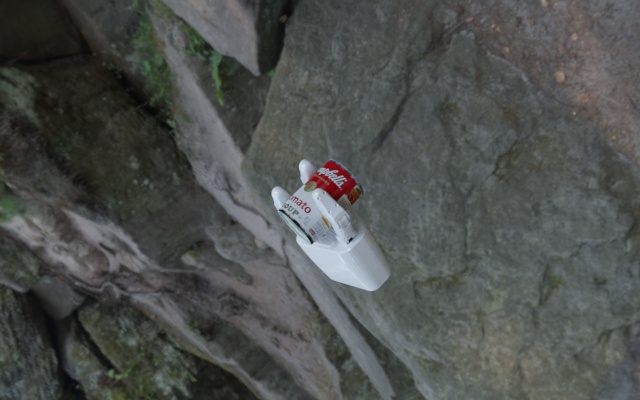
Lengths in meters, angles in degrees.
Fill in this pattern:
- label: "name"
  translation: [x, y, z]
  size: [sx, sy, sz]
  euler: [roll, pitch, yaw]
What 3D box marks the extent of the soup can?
- label: "soup can"
  translation: [0.000, 0.002, 0.653]
  size: [0.102, 0.068, 0.068]
  euler: [-45, 11, -11]
